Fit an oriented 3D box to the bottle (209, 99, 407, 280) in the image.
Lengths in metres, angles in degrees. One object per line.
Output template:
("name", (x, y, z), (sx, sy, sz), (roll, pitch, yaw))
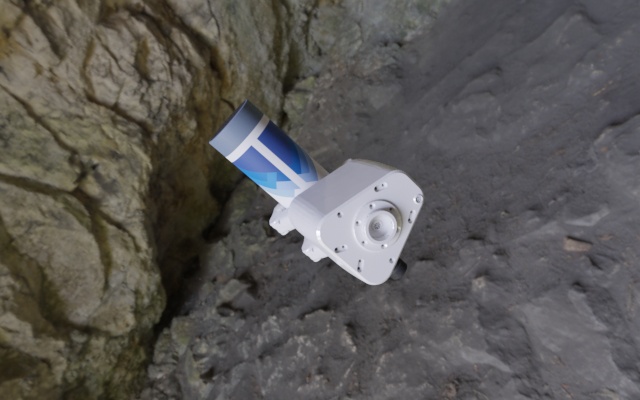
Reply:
("bottle", (0.000, 0.002, 0.587), (0.296, 0.069, 0.069), (41, -16, -18))
